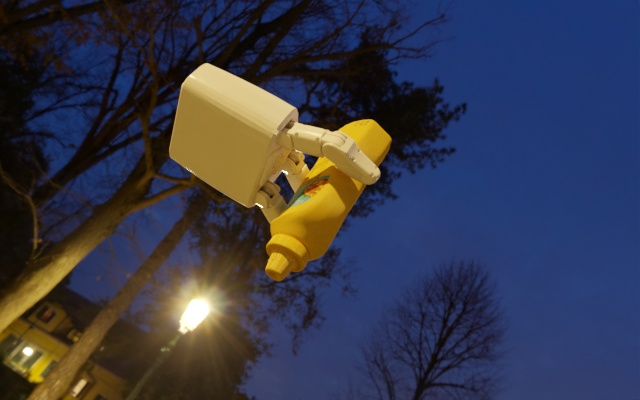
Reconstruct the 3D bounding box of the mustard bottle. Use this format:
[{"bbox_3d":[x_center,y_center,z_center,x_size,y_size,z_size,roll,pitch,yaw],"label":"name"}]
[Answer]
[{"bbox_3d":[0.000,0.002,0.484,0.058,0.191,0.096,44,-36,-14],"label":"mustard bottle"}]
